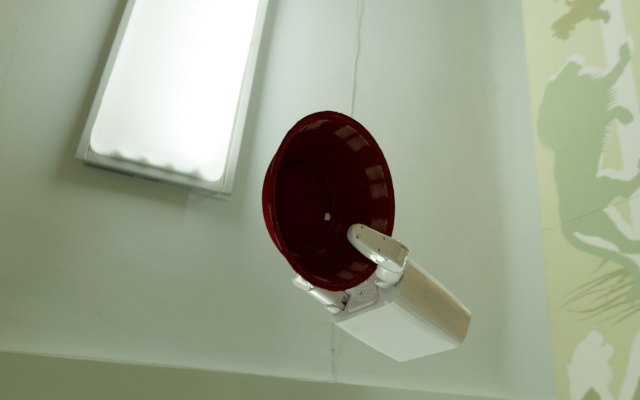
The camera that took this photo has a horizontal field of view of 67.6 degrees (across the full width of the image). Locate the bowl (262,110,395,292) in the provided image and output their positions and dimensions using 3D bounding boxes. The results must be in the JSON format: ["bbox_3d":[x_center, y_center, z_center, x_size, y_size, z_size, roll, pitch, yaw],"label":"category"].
[{"bbox_3d":[-0.001,0.000,0.446,0.162,0.162,0.055,0,-4,-44],"label":"bowl"}]
